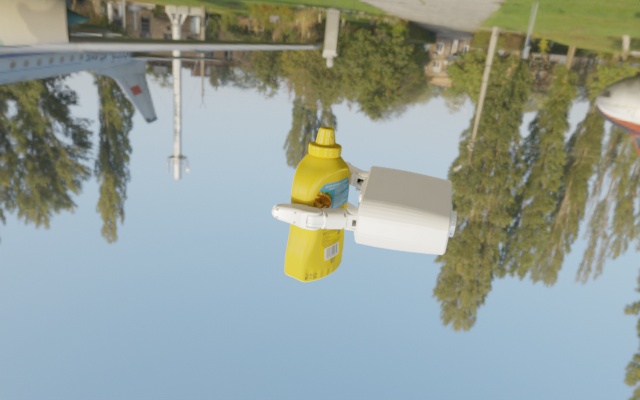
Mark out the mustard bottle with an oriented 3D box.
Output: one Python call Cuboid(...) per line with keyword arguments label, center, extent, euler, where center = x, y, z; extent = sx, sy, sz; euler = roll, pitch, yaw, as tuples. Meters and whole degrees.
Cuboid(label="mustard bottle", center=(0.000, 0.002, 0.611), extent=(0.058, 0.192, 0.096), euler=(19, 23, 33))
